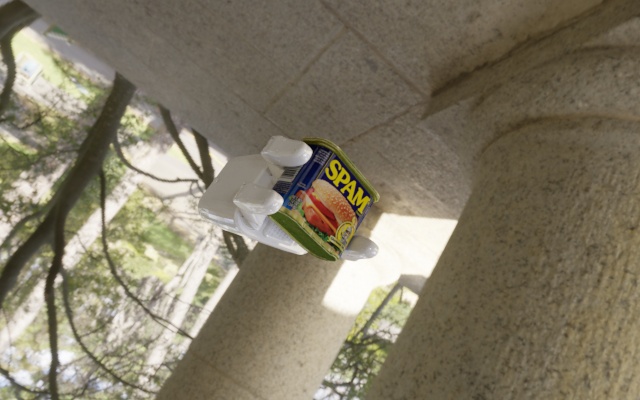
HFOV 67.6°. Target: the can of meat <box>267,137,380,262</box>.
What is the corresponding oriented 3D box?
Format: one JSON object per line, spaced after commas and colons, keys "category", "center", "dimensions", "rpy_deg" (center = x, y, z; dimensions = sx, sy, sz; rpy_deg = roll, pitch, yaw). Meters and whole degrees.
{"category": "can of meat", "center": [0.000, 0.002, 0.479], "dimensions": [0.057, 0.084, 0.102], "rpy_deg": [11, -28, 49]}
